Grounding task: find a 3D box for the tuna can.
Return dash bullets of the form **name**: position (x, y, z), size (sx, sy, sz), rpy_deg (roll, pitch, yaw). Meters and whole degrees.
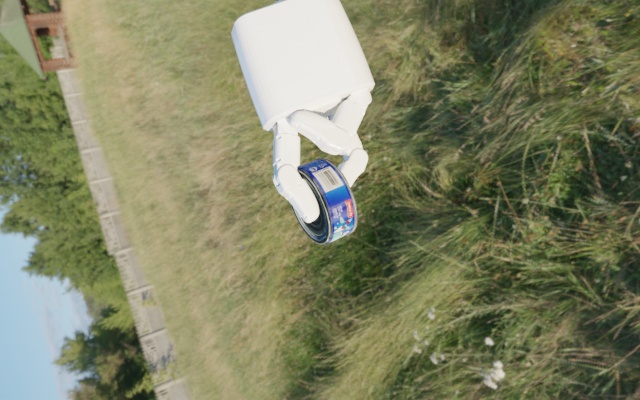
- **tuna can**: position (0.000, 0.002, 0.496), size (0.033, 0.086, 0.086), rpy_deg (-23, 10, -25)
